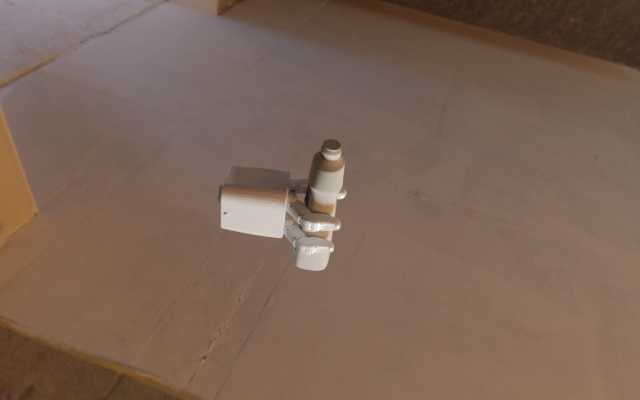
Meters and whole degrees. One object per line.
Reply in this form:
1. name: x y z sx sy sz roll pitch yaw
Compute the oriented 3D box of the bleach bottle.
1. bleach bottle: 0.000 0.003 0.801 0.068 0.251 0.102 7 42 -4
